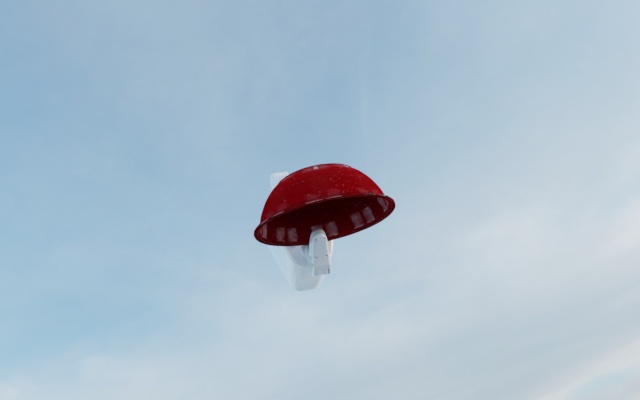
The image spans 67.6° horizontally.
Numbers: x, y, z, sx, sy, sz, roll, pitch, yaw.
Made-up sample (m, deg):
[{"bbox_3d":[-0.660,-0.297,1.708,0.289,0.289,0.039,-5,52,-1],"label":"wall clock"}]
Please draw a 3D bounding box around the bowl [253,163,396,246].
[{"bbox_3d":[0.000,0.001,0.542,0.162,0.055,0.162,-11,-19,-4],"label":"bowl"}]
